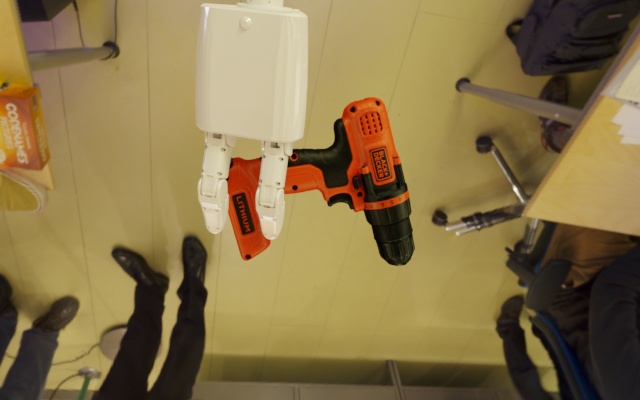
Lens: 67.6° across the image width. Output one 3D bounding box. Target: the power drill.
[{"bbox_3d":[0.000,0.002,0.502,0.187,0.184,0.057,-16,11,-5],"label":"power drill"}]
